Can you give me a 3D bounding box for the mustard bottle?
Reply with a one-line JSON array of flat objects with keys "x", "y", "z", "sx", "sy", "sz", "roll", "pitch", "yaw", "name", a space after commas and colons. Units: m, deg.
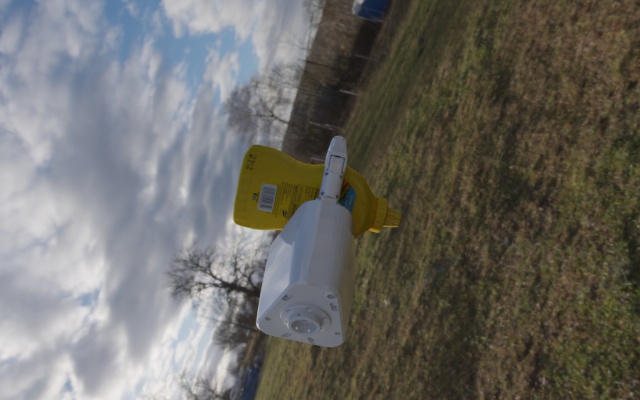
[{"x": 0.000, "y": 0.002, "z": 0.557, "sx": 0.191, "sy": 0.096, "sz": 0.058, "roll": 13, "pitch": 20, "yaw": -3, "name": "mustard bottle"}]
